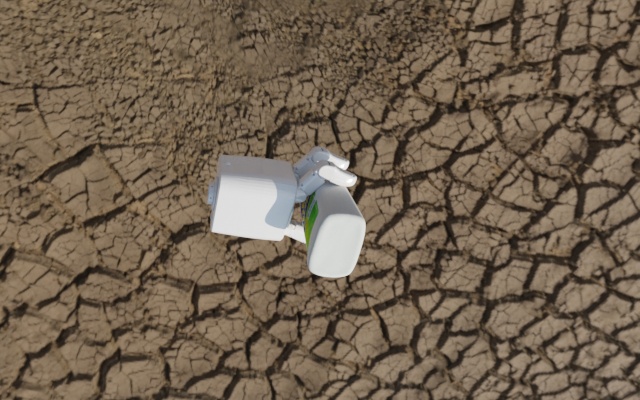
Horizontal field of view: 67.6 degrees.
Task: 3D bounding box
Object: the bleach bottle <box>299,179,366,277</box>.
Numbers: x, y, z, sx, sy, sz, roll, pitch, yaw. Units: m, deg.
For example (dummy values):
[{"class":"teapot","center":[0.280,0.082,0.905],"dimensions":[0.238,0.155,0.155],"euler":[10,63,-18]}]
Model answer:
[{"class":"bleach bottle","center":[0.000,0.002,0.726],"dimensions":[0.068,0.103,0.250],"euler":[8,25,-16]}]
